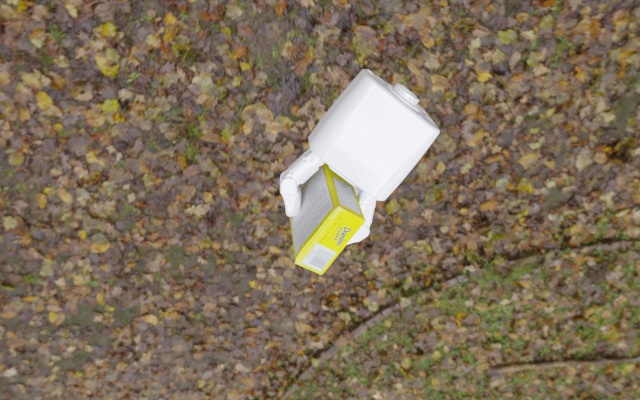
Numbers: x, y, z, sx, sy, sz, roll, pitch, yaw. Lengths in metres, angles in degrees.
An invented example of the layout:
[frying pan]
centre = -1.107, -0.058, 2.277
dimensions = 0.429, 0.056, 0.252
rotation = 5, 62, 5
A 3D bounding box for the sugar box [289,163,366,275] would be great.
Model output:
[sugar box]
centre = 0.001, 0.002, 0.613
dimensions = 0.048, 0.093, 0.176
rotation = 29, 24, -21
